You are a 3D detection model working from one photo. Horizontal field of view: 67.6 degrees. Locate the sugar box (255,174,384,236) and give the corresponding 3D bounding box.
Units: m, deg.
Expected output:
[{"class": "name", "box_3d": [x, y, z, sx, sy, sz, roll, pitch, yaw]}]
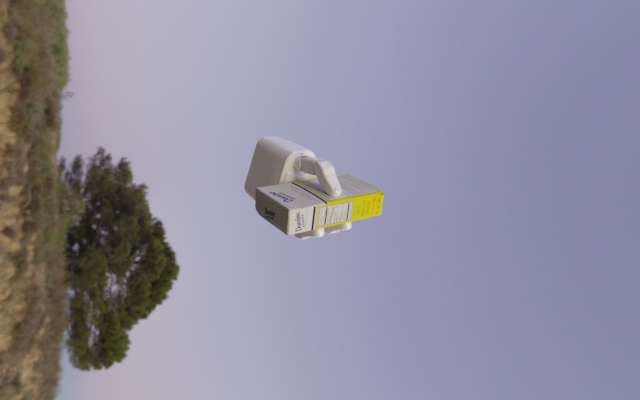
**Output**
[{"class": "sugar box", "box_3d": [0.000, 0.003, 0.717, 0.176, 0.048, 0.093, -12, 28, -34]}]
